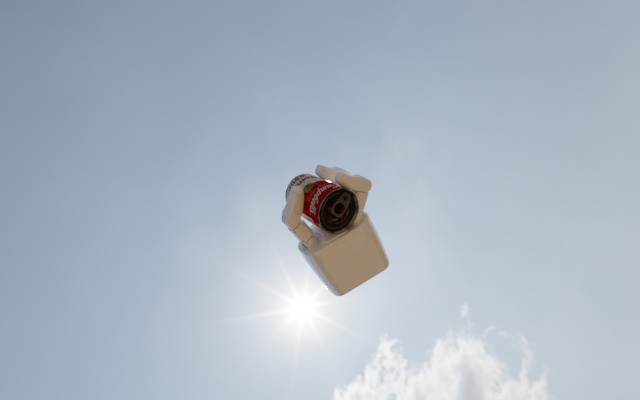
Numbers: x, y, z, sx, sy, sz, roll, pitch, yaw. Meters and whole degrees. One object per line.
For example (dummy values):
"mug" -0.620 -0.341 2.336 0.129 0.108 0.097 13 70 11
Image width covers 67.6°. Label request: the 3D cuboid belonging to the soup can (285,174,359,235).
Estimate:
"soup can" 0.000 0.002 0.710 0.068 0.068 0.102 0 15 -33
